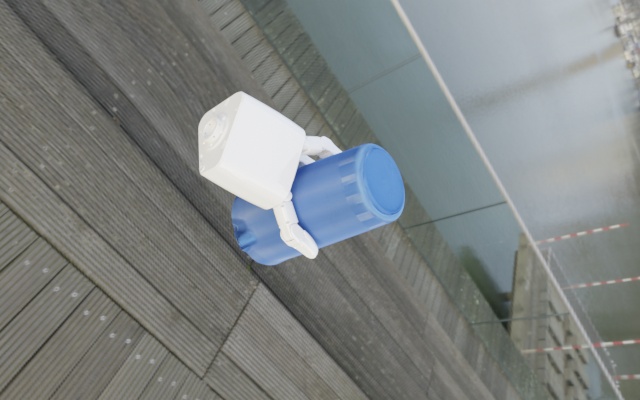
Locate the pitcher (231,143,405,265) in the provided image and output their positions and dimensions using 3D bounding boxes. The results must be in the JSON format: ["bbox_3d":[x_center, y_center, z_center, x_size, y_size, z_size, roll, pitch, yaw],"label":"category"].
[{"bbox_3d":[0.000,0.002,0.697,0.243,0.149,0.145,-20,-37,39],"label":"pitcher"}]
